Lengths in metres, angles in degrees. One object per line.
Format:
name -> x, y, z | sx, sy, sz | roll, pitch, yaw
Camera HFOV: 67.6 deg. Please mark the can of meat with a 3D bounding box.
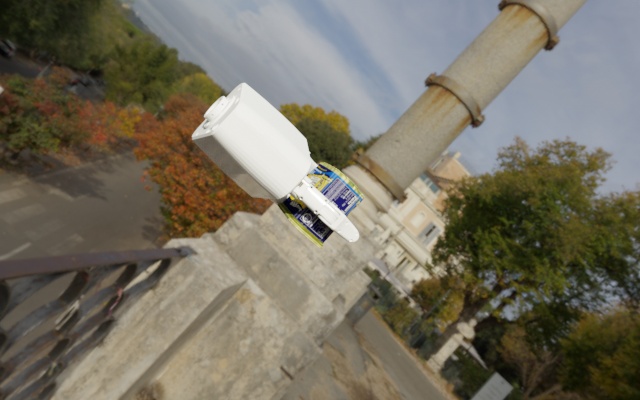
can of meat -> 0.000, 0.002, 0.602 | 0.057, 0.084, 0.102 | 43, -1, -21
